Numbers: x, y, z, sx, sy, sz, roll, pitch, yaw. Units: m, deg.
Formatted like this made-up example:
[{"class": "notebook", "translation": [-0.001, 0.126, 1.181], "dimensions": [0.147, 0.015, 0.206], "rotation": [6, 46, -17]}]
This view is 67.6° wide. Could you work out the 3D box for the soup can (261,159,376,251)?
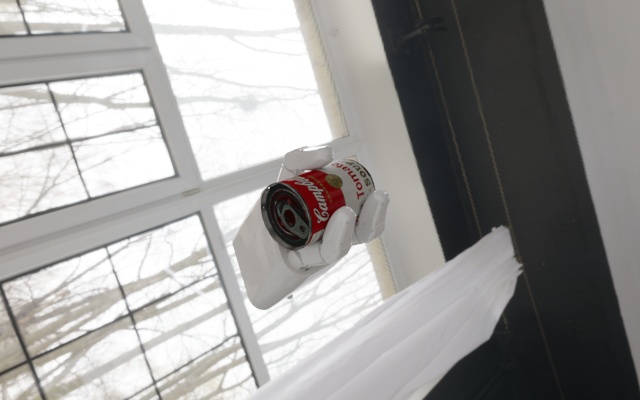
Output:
[{"class": "soup can", "translation": [0.000, 0.001, 0.483], "dimensions": [0.068, 0.068, 0.102], "rotation": [0, 17, 45]}]
